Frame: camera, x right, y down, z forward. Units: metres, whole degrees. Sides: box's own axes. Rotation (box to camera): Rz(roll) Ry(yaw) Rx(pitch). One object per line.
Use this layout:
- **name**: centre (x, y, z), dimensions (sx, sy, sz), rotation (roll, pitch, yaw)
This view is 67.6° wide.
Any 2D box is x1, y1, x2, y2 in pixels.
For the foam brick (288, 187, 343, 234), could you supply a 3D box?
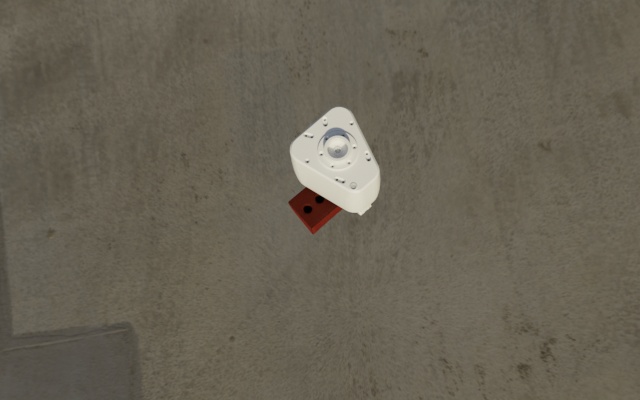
- **foam brick**: centre (0.000, 0.003, 0.691), dimensions (0.078, 0.053, 0.051), rotation (-41, -11, -5)
